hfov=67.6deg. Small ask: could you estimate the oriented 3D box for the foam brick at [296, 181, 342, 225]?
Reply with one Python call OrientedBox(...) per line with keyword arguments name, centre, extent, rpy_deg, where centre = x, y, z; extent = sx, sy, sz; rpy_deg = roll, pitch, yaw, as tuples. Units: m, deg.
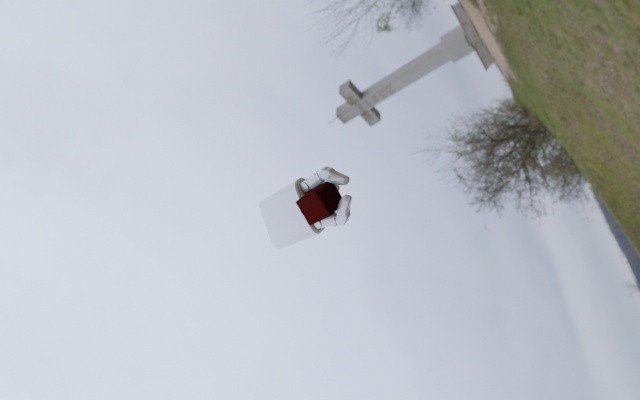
OrientedBox(name="foam brick", centre=(0.000, 0.003, 0.891), extent=(0.051, 0.053, 0.078), rpy_deg=(-26, 8, 29))
